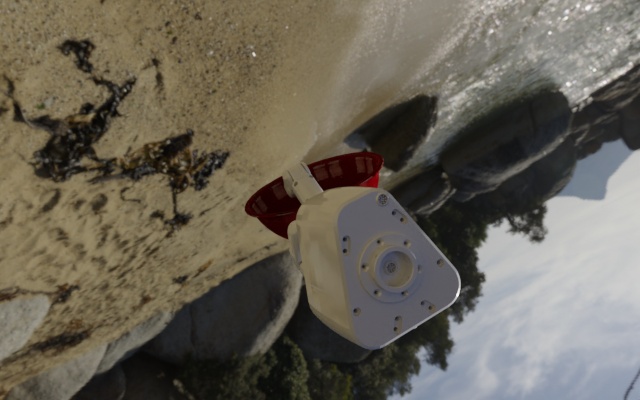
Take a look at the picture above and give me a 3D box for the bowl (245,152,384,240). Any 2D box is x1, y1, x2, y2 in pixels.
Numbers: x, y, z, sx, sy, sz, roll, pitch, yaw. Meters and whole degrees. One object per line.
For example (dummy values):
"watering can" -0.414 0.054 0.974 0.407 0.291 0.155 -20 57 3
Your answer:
"bowl" 0.000 0.002 0.536 0.162 0.055 0.162 -18 19 7
